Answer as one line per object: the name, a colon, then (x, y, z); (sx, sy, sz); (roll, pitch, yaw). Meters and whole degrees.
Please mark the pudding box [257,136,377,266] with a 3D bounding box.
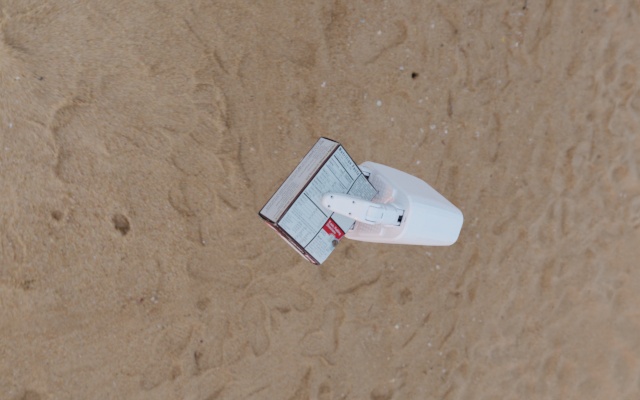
pudding box: (0.000, 0.002, 0.519); (0.039, 0.113, 0.090); (23, -19, 49)
